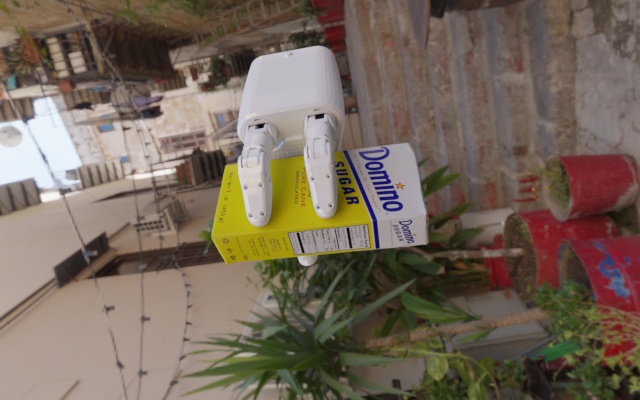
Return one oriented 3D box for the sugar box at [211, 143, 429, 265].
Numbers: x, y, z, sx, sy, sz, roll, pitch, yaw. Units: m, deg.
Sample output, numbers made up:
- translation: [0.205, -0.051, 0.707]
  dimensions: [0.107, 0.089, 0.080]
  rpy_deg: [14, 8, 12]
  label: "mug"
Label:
- translation: [0.000, 0.001, 0.421]
  dimensions: [0.176, 0.093, 0.048]
  rpy_deg: [-9, -44, 8]
  label: "sugar box"
